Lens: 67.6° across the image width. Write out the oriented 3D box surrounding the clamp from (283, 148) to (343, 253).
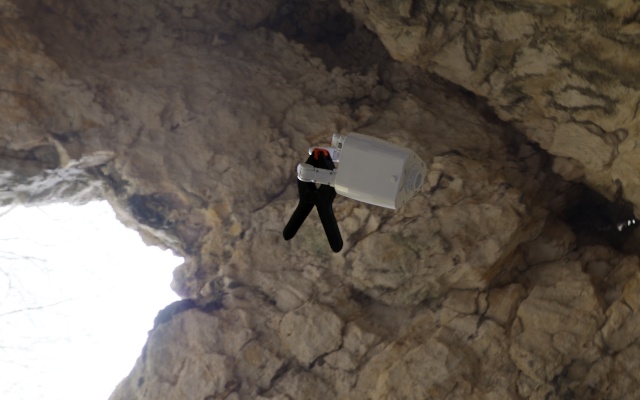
[{"bbox_3d":[0.000,0.002,0.793,0.120,0.171,0.039,19,14,28],"label":"clamp"}]
